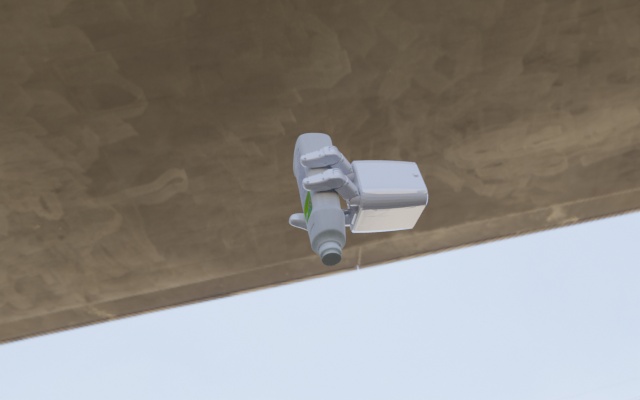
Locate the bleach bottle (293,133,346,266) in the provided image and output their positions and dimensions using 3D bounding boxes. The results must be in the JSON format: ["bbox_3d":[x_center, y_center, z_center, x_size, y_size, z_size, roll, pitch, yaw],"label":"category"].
[{"bbox_3d":[0.000,0.002,0.755,0.068,0.103,0.250,-1,43,-8],"label":"bleach bottle"}]
